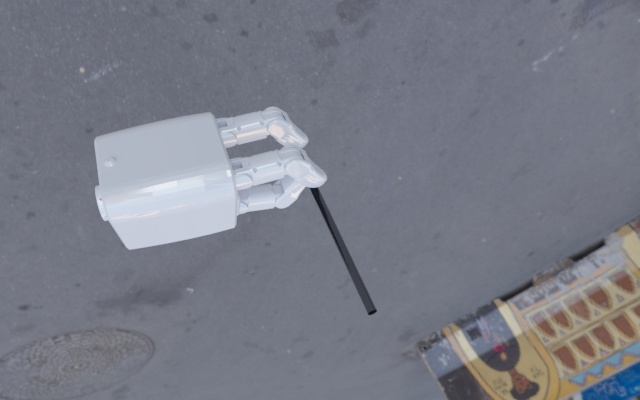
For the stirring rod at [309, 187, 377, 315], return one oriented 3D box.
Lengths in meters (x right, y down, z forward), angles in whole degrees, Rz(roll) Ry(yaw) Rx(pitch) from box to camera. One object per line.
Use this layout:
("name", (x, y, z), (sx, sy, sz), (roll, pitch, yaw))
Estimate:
("stirring rod", (0.000, 0.001, 0.456), (0.011, 0.239, 0.011), (-17, -35, -12))
